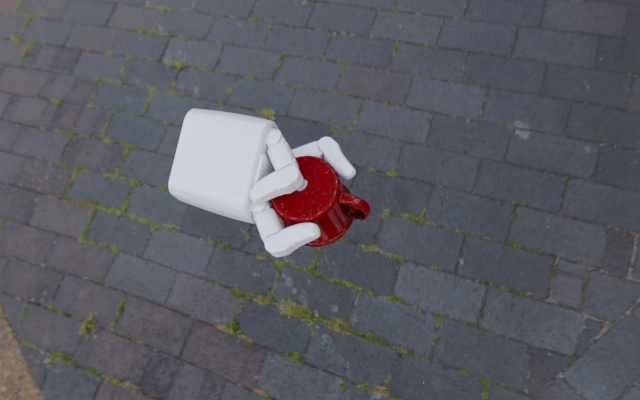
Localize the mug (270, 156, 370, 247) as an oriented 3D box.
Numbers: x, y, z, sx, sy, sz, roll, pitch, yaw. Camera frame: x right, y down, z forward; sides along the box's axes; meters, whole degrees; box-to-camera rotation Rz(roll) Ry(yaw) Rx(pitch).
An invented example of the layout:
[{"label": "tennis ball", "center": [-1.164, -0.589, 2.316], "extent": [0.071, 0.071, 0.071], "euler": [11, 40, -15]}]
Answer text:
[{"label": "mug", "center": [0.001, 0.002, 0.556], "extent": [0.117, 0.093, 0.081], "euler": [12, -17, 17]}]
